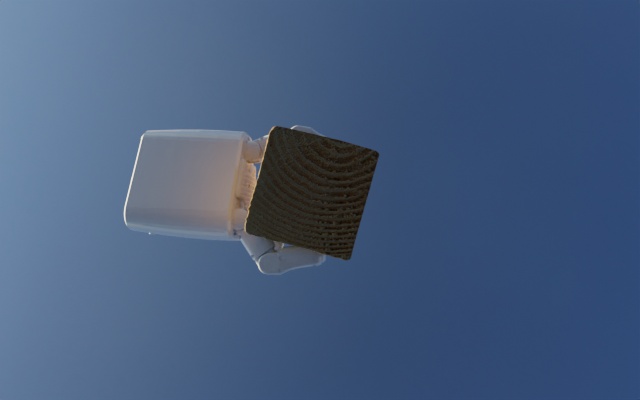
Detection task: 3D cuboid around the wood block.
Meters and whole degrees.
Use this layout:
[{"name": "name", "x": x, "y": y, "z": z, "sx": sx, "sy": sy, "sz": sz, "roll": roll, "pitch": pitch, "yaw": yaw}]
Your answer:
[{"name": "wood block", "x": 0.000, "y": 0.001, "z": 0.473, "sx": 0.090, "sy": 0.091, "sz": 0.206, "roll": 15, "pitch": -3, "yaw": 5}]
